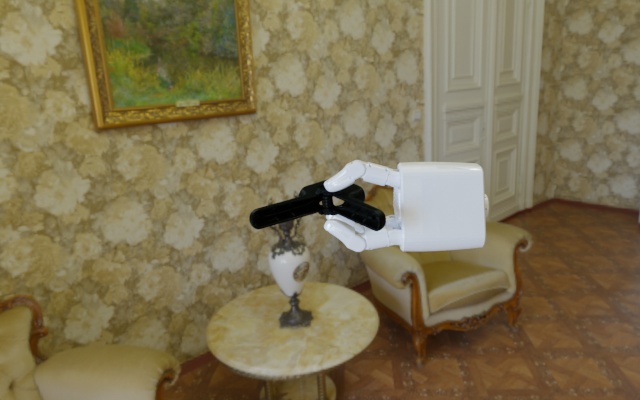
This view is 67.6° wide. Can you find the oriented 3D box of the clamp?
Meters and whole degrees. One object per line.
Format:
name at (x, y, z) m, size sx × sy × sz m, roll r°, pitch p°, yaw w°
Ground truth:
clamp at (0.000, 0.001, 0.651) m, size 0.164 × 0.036 × 0.210 m, roll 0°, pitch 14°, yaw 4°
